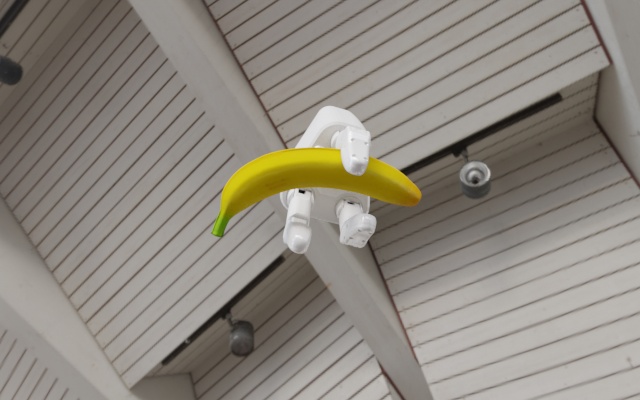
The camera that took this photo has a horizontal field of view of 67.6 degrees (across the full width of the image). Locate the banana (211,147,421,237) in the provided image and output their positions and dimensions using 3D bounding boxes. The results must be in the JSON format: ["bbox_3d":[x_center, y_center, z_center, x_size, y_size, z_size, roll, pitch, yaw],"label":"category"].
[{"bbox_3d":[-0.006,-0.016,0.444,0.198,0.070,0.037,-9,12,-4],"label":"banana"}]
